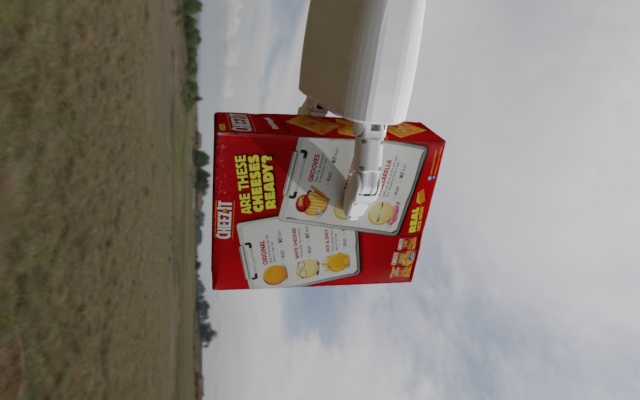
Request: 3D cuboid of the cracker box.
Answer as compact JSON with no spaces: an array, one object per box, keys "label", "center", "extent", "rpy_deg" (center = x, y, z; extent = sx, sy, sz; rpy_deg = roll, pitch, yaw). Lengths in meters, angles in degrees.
[{"label":"cracker box","center":[0.000,0.002,0.481],"extent":[0.214,0.164,0.072],"rpy_deg":[0,26,-15]}]
